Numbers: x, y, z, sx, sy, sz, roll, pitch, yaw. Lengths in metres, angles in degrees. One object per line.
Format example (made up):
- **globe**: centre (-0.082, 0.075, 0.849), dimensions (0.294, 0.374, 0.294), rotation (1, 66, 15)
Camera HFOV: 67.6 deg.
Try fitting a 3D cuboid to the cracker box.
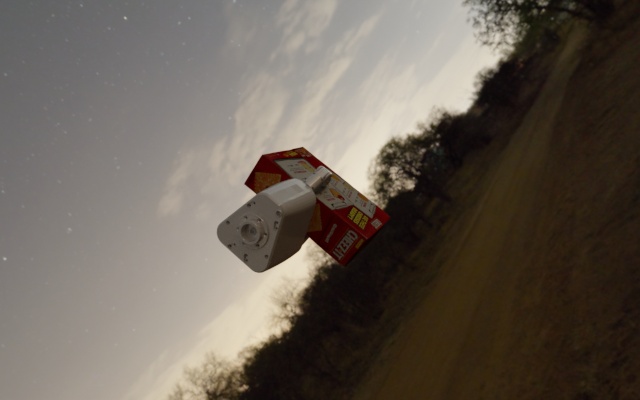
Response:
- **cracker box**: centre (0.000, 0.002, 0.813), dimensions (0.213, 0.072, 0.164), rotation (40, 21, 10)
